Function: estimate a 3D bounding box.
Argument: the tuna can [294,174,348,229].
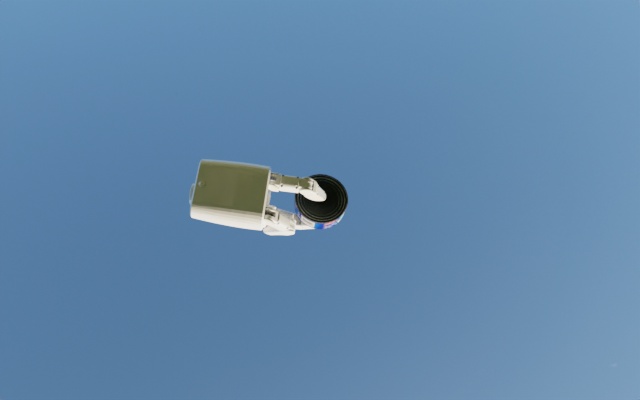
[{"bbox_3d":[0.000,0.003,0.774,0.086,0.086,0.034,0,-24,-6],"label":"tuna can"}]
